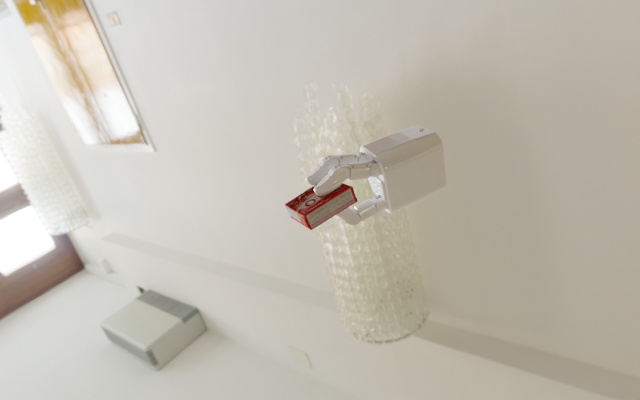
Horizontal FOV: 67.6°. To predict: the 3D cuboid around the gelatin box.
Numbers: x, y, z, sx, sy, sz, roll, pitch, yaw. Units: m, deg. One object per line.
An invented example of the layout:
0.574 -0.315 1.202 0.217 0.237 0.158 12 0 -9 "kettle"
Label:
0.000 0.003 0.729 0.089 0.030 0.073 -32 26 -17 "gelatin box"
